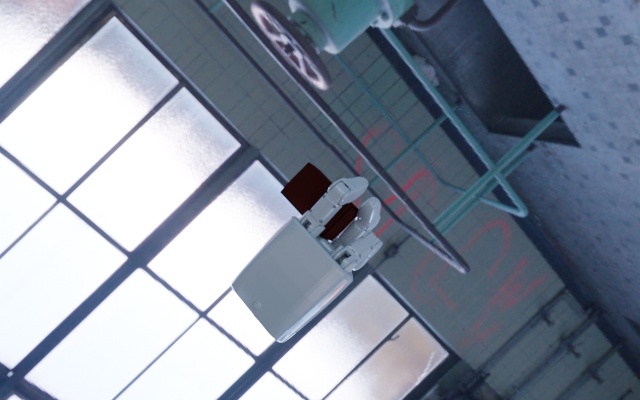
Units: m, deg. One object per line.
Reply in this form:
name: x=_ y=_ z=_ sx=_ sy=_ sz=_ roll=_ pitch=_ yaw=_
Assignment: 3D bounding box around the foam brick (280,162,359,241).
foam brick: x=0.000 y=0.002 z=0.571 sx=0.078 sy=0.051 sz=0.053 roll=46 pitch=5 yaw=18
